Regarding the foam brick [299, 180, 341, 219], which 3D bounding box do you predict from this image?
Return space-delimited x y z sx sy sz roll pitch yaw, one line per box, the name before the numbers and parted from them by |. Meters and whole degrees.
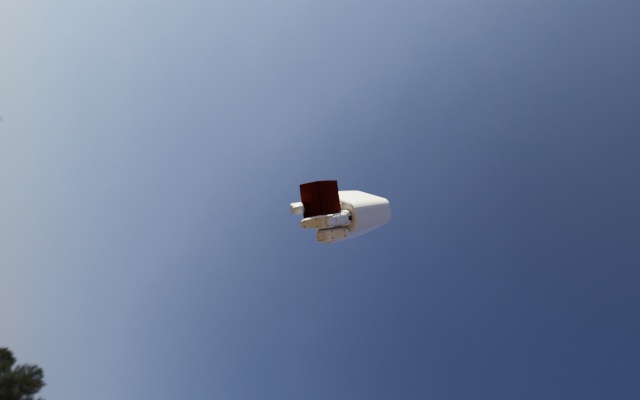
foam brick | 0.000 0.003 0.883 0.051 0.078 0.053 -8 2 -40
